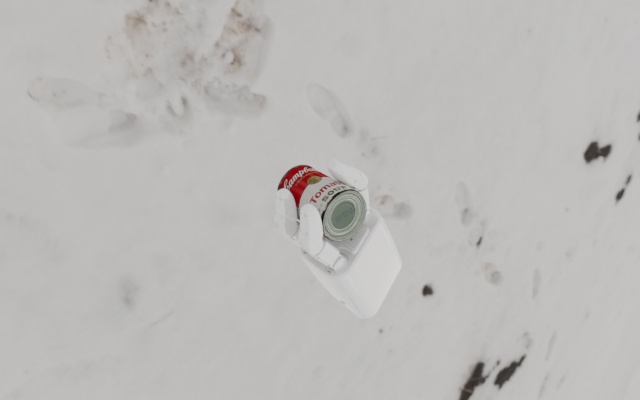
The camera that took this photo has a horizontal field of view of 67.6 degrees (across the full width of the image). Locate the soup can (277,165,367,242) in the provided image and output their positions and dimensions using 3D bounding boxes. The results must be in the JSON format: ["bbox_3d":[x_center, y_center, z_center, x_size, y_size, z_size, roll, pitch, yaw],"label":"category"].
[{"bbox_3d":[0.000,0.002,0.596,0.068,0.068,0.102,0,20,-38],"label":"soup can"}]
